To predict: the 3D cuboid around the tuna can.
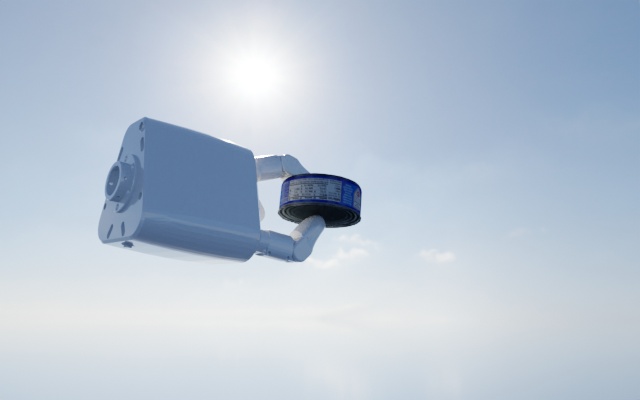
[{"bbox_3d":[0.000,0.001,0.493,0.086,0.033,0.086,4,-18,1],"label":"tuna can"}]
